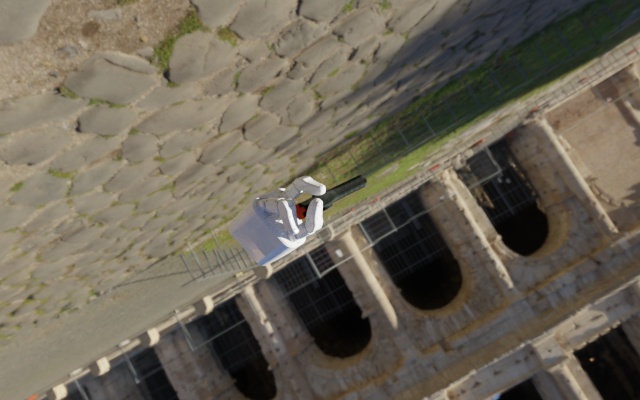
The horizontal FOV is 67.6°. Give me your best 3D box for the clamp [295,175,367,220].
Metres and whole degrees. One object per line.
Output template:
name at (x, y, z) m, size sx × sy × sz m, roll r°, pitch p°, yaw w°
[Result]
clamp at (0.000, 0.003, 0.882) m, size 0.171 × 0.039 × 0.120 m, roll -22°, pitch -11°, yaw -46°
